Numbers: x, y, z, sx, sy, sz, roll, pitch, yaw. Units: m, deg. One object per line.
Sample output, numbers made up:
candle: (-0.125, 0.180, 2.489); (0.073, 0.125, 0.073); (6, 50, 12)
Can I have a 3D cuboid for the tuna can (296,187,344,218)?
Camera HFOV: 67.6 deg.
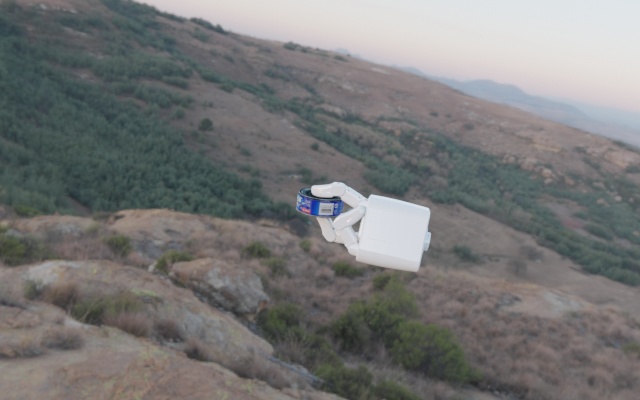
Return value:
tuna can: (0.000, 0.002, 0.861); (0.086, 0.034, 0.086); (6, 16, -2)
